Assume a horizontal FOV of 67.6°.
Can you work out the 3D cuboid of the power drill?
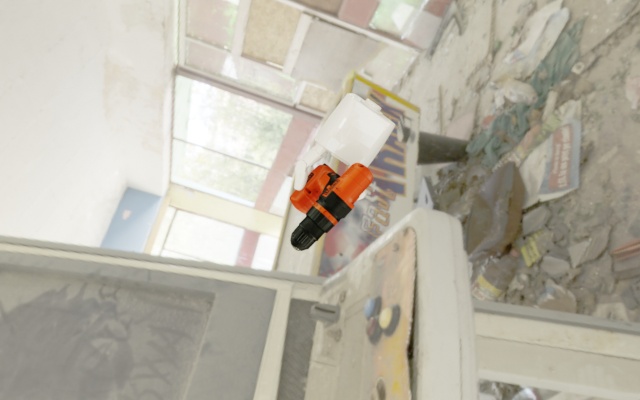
[{"bbox_3d":[0.000,0.003,0.874,0.057,0.184,0.187,46,-5,-19],"label":"power drill"}]
